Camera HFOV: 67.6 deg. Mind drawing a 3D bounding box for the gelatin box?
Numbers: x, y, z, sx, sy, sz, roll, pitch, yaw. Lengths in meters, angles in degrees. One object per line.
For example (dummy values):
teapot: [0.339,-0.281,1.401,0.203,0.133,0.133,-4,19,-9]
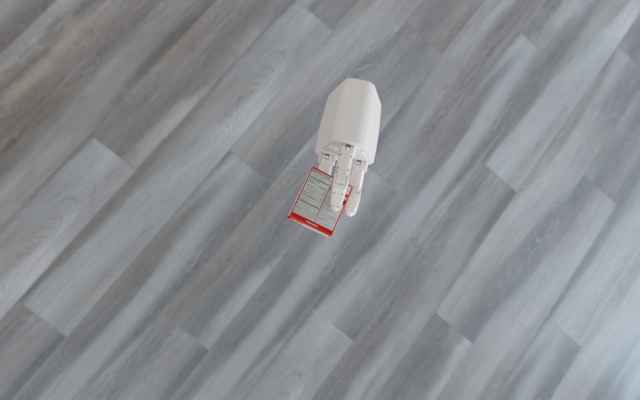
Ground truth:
gelatin box: [0.000,0.003,0.745,0.073,0.089,0.030,26,-14,-7]
